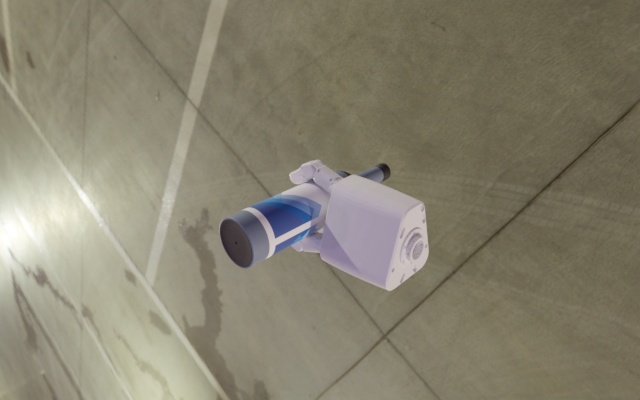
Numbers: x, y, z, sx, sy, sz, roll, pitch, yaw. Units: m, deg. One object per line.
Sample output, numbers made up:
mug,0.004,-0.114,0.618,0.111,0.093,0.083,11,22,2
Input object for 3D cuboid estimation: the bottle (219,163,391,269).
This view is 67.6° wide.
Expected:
bottle,0.000,0.002,0.661,0.069,0.069,0.295,0,19,47
